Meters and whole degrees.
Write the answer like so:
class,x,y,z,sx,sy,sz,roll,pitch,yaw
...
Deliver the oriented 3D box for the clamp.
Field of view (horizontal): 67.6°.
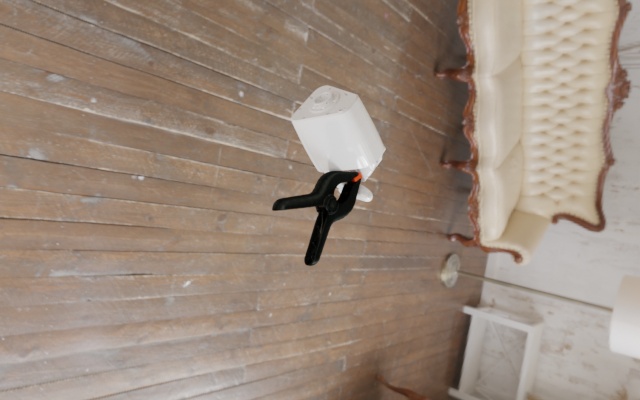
class,x,y,z,sx,sy,sz,roll,pitch,yaw
clamp,0.001,0.002,0.740,0.039,0.171,0.120,7,-39,43
